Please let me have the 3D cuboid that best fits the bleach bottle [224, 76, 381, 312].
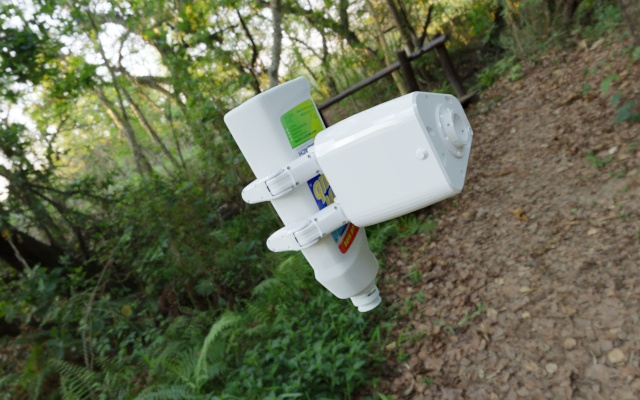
[{"bbox_3d":[0.000,0.002,0.508,0.068,0.251,0.102,-20,13,38],"label":"bleach bottle"}]
